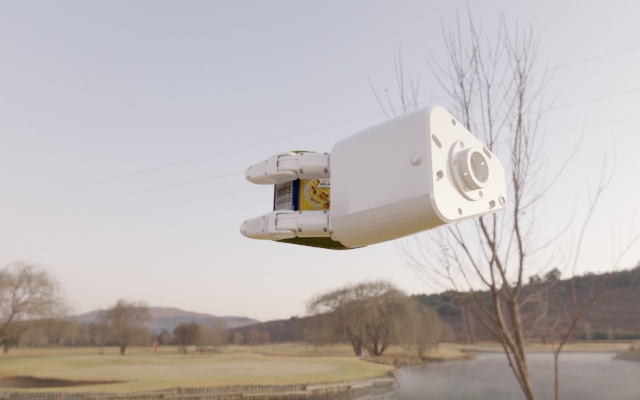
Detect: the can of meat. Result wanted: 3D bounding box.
[{"bbox_3d":[0.000,0.001,0.485,0.102,0.084,0.057,12,-19,-34],"label":"can of meat"}]
